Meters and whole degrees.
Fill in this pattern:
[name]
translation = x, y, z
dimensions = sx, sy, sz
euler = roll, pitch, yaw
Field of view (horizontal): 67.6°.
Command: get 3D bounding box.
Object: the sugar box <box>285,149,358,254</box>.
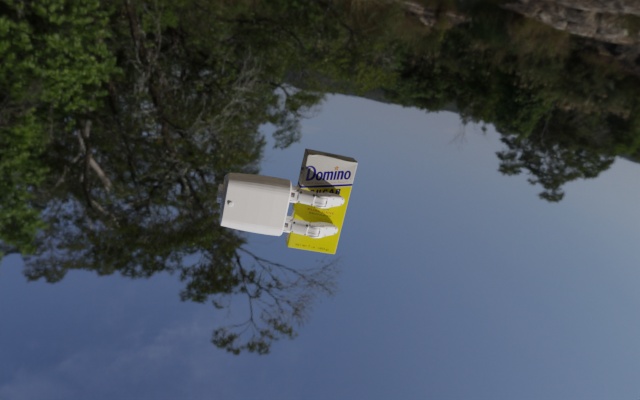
[sugar box]
translation = 0.000, 0.003, 0.857
dimensions = 0.093, 0.176, 0.048
euler = 9, 17, -12
